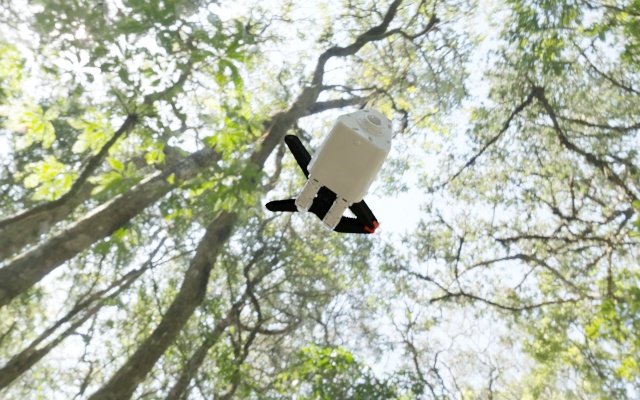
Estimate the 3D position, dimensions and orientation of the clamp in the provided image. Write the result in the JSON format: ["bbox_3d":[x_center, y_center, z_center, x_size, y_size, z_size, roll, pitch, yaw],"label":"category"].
[{"bbox_3d":[0.001,0.002,0.822,0.210,0.165,0.036,35,40,6],"label":"clamp"}]
